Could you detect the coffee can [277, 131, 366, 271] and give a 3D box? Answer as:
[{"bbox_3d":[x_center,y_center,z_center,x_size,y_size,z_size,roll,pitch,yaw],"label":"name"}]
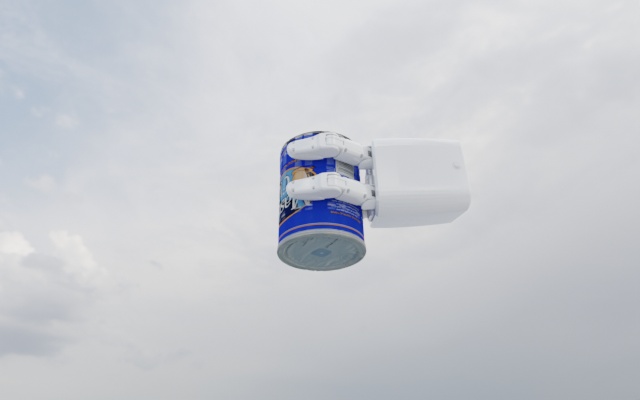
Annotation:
[{"bbox_3d":[0.000,0.002,0.582,0.103,0.140,0.103,-1,-31,-1],"label":"coffee can"}]
